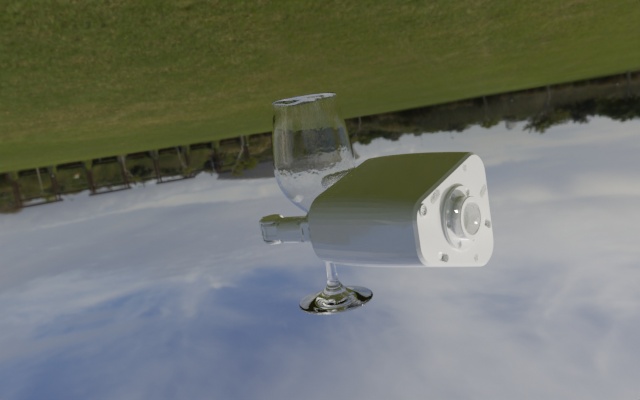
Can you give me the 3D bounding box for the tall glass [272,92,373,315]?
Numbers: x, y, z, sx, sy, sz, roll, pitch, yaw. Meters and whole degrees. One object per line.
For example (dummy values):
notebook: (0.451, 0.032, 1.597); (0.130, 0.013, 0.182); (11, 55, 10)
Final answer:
tall glass: (0.000, 0.002, 0.462); (0.079, 0.201, 0.079); (-9, 7, 1)
